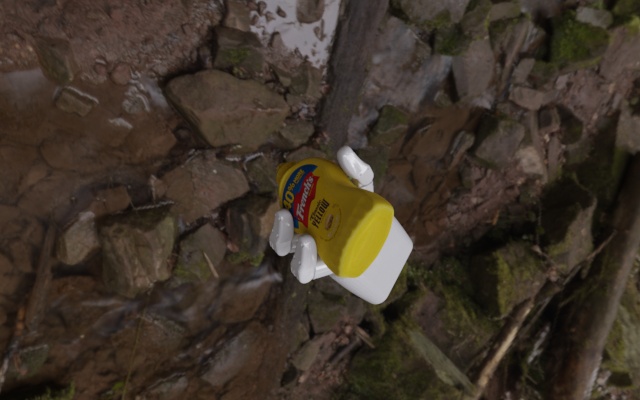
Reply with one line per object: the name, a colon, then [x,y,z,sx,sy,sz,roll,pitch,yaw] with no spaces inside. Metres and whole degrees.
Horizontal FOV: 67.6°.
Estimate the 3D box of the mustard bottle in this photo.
mustard bottle: [0.000,0.002,0.574,0.058,0.096,0.191,9,22,-40]
